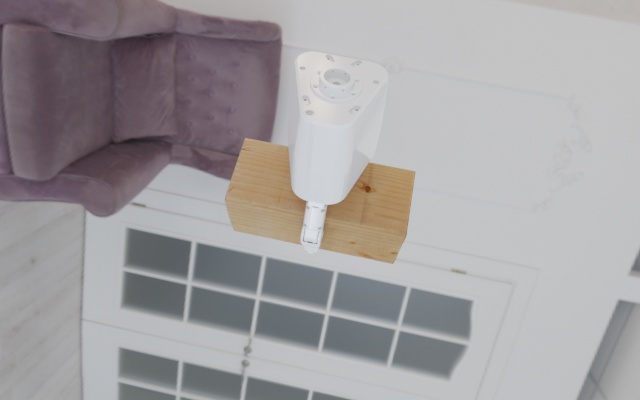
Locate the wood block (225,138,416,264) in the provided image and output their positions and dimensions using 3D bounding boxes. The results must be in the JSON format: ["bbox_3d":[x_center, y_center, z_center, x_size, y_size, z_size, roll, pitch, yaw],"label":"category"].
[{"bbox_3d":[0.000,0.002,0.582,0.206,0.090,0.090,12,-27,4],"label":"wood block"}]
